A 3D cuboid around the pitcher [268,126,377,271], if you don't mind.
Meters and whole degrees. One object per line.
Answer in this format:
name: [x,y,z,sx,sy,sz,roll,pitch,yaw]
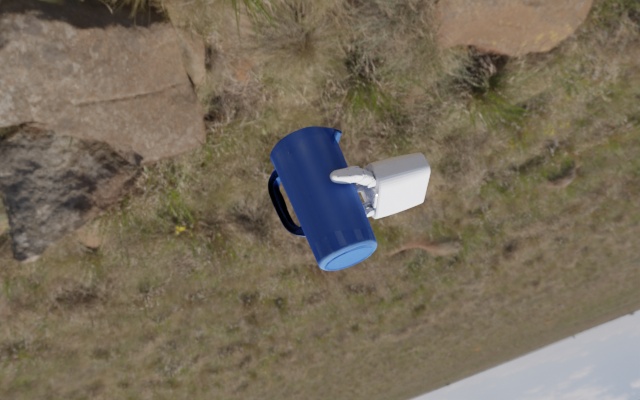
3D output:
pitcher: [0.000,0.003,0.864,0.145,0.242,0.149,-15,-24,-15]
